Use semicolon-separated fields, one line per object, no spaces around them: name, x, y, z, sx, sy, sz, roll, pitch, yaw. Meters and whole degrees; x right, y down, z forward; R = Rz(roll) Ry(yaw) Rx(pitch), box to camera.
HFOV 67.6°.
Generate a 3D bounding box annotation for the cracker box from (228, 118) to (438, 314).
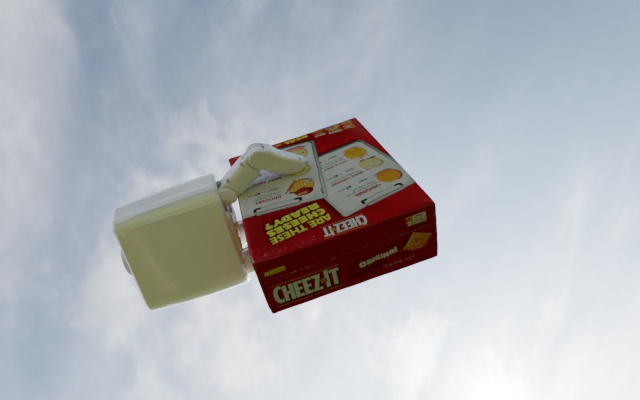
cracker box;0.000;0.001;0.498;0.164;0.072;0.213;-19;33;-6
